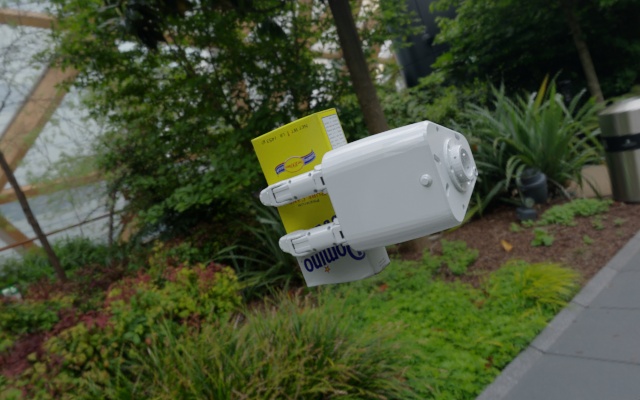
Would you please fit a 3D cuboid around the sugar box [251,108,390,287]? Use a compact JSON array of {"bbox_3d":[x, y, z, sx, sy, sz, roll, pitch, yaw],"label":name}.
[{"bbox_3d":[0.000,0.002,0.511,0.093,0.176,0.048,-17,5,35],"label":"sugar box"}]
